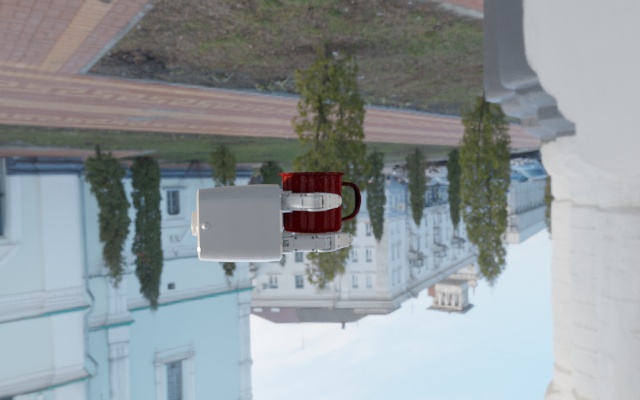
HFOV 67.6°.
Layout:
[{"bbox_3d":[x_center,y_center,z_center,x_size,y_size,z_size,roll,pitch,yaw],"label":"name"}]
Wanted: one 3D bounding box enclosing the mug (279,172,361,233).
[{"bbox_3d":[0.002,0.002,0.671,0.117,0.081,0.093,-1,2,-13],"label":"mug"}]
